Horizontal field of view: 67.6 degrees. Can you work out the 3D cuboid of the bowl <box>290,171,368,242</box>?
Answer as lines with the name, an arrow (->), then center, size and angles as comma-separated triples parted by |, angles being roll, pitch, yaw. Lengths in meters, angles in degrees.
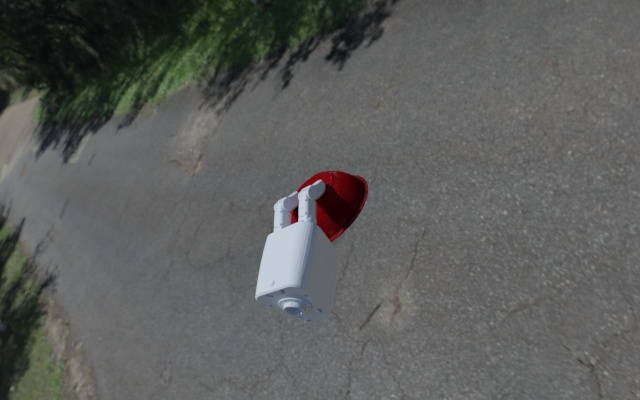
bowl -> 0.000, 0.002, 0.806 | 0.055, 0.162, 0.162 | 45, -24, -26
